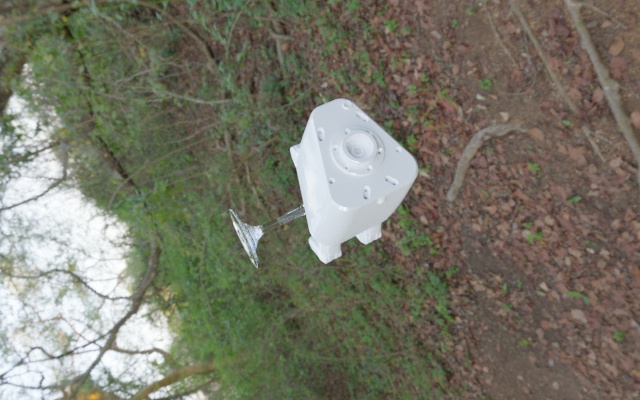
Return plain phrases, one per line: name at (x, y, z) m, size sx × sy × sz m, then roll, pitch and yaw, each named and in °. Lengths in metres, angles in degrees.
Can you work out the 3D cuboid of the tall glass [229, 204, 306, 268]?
tall glass at (-0.001, 0.002, 0.564) m, size 0.201 × 0.079 × 0.079 m, roll -25°, pitch 7°, yaw -16°
